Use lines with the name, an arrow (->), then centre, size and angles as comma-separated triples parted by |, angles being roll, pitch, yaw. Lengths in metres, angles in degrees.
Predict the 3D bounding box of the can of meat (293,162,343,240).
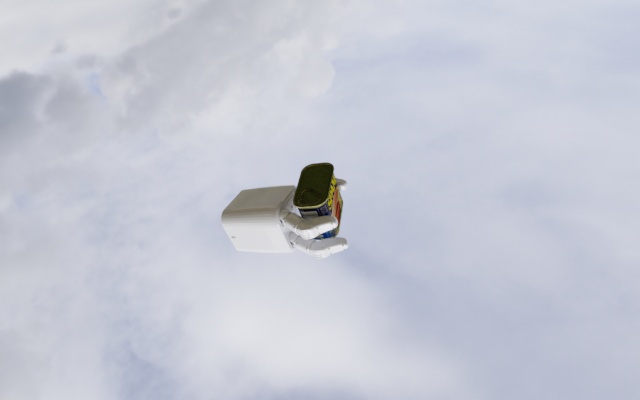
can of meat -> 0.000, 0.003, 0.783 | 0.057, 0.102, 0.084 | -5, -46, 17
